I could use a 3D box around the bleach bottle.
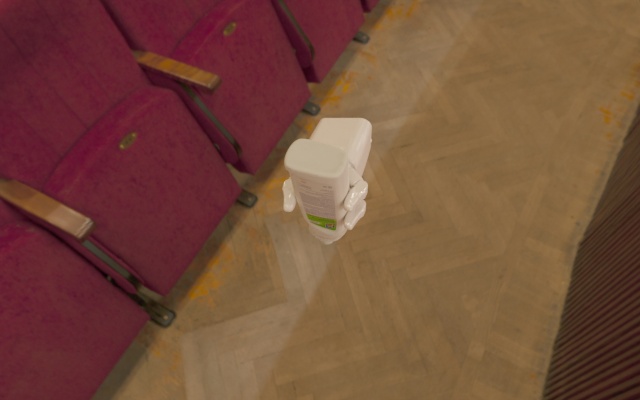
[{"bbox_3d":[0.000,0.003,0.847,0.102,0.068,0.251,16,-32,13],"label":"bleach bottle"}]
